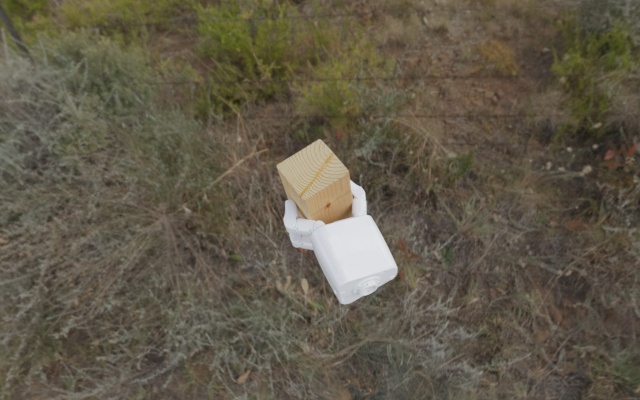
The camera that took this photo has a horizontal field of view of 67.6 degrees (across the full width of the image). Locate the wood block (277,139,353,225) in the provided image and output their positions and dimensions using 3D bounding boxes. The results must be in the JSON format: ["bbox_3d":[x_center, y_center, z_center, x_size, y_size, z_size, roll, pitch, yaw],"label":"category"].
[{"bbox_3d":[0.001,0.003,0.854,0.091,0.090,0.206,-32,-31,-12],"label":"wood block"}]
